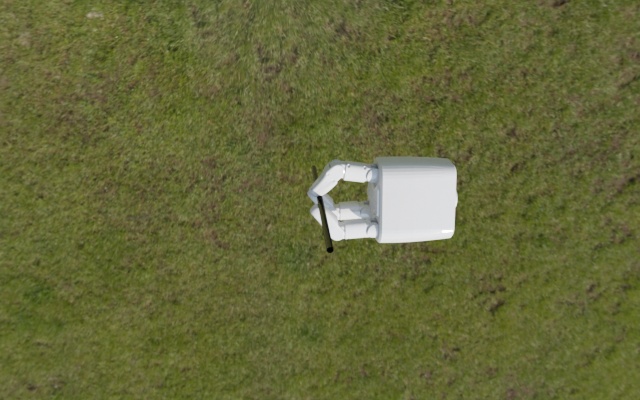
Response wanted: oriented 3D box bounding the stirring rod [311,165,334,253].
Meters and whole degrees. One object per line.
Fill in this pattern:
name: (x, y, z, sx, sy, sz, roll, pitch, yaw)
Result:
stirring rod: (0.000, 0.002, 0.641, 0.011, 0.011, 0.239, 0, 26, -6)
